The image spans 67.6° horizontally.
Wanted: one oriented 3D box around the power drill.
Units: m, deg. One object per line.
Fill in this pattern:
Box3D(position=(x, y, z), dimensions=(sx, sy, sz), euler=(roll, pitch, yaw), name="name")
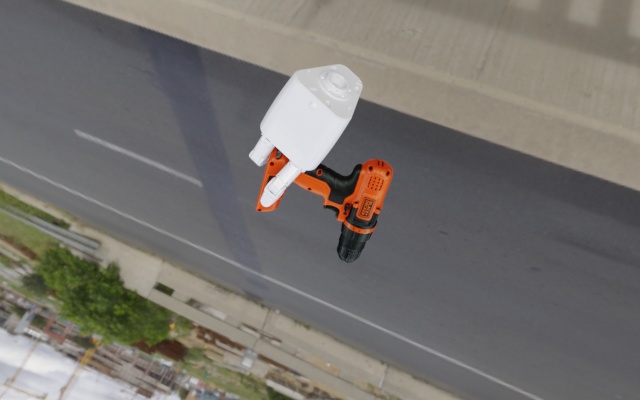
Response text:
Box3D(position=(0.000, 0.002, 0.737), dimensions=(0.187, 0.184, 0.057), euler=(15, 28, -4), name="power drill")
